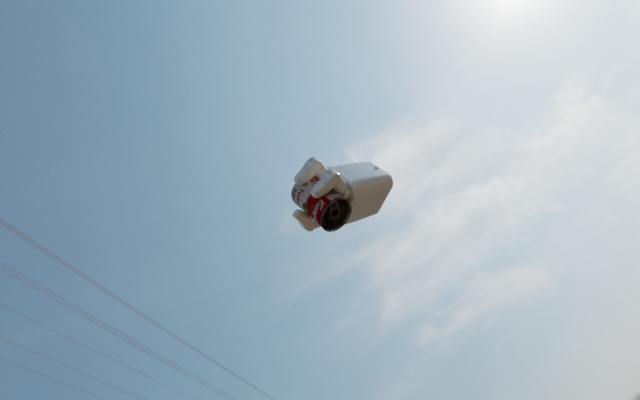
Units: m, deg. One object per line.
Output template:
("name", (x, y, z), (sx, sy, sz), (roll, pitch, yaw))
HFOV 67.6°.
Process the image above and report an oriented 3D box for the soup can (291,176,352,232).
("soup can", (0.000, 0.003, 0.881), (0.068, 0.068, 0.102), (0, 28, -41))
